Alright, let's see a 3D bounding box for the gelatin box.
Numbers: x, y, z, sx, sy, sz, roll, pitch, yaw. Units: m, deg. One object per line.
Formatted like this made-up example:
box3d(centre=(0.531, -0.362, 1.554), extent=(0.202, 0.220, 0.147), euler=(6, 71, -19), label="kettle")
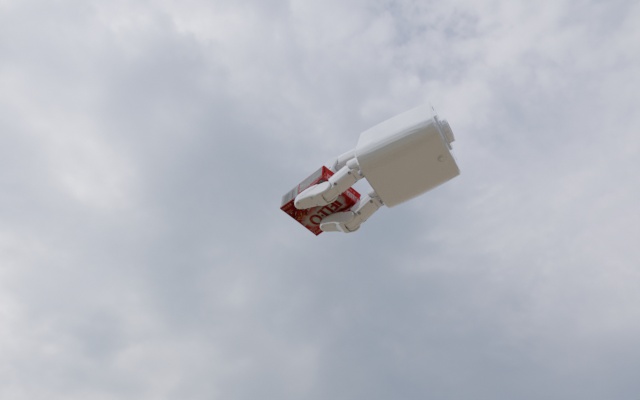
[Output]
box3d(centre=(0.000, 0.002, 0.661), extent=(0.073, 0.030, 0.089), euler=(38, -55, -26), label="gelatin box")
